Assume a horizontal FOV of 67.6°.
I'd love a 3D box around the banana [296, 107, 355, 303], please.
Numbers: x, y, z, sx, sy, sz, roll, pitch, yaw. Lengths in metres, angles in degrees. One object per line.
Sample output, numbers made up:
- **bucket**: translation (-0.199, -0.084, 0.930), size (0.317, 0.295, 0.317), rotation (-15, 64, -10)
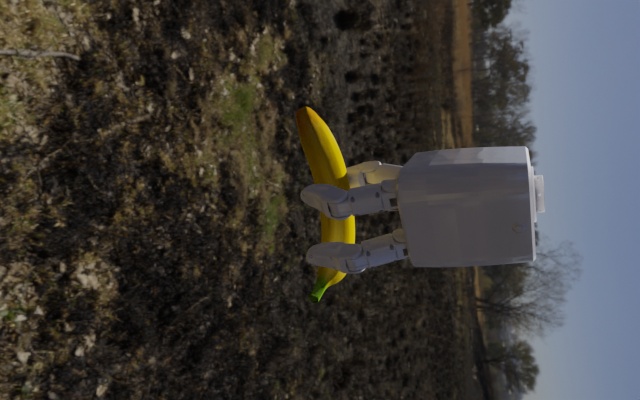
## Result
- **banana**: translation (0.009, 0.002, 0.497), size (0.037, 0.198, 0.069), rotation (-2, 8, 27)
